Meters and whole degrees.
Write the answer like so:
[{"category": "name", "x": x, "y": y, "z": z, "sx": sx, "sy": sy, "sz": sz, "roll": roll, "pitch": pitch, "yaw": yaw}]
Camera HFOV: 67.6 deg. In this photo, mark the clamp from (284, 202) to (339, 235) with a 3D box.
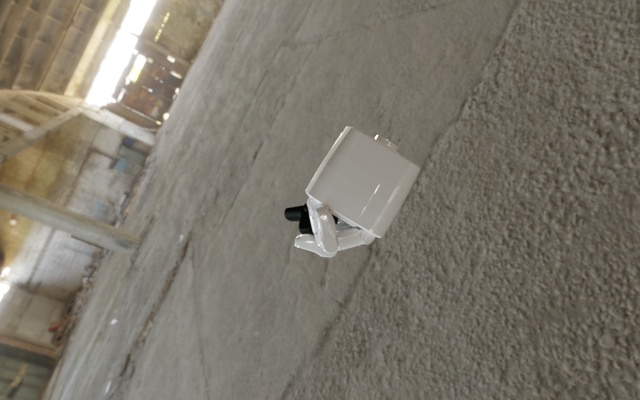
[{"category": "clamp", "x": 0.000, "y": 0.002, "z": 0.733, "sx": 0.039, "sy": 0.120, "sz": 0.171, "roll": 32, "pitch": 4, "yaw": -23}]
